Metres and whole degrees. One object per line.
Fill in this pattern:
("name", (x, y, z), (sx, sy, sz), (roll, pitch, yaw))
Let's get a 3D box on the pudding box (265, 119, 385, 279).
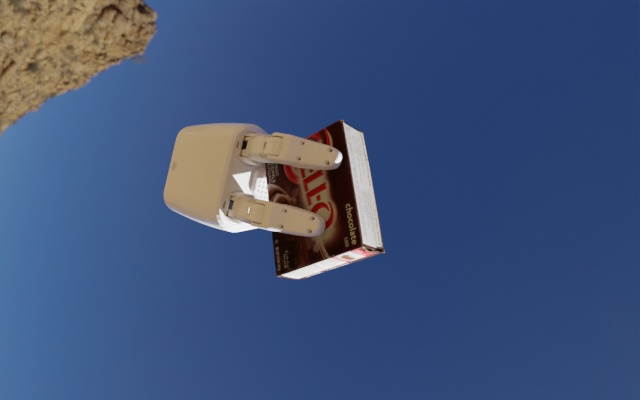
("pudding box", (0.000, 0.001, 0.404), (0.090, 0.113, 0.039), (-24, -25, 35))
